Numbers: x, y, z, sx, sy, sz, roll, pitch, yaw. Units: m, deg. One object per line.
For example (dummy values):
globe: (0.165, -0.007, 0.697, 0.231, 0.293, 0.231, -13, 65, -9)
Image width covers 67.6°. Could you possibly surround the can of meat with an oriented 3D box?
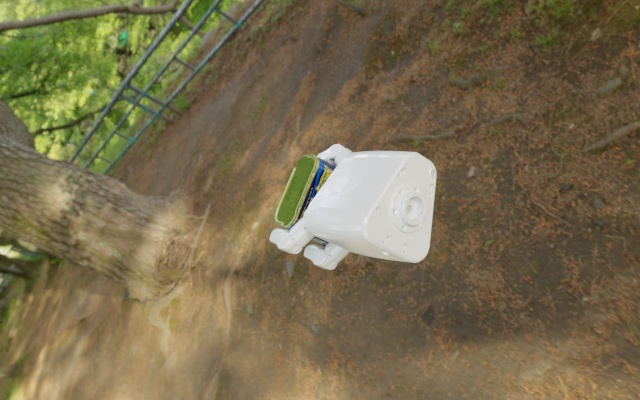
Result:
can of meat: (0.000, 0.002, 0.606, 0.084, 0.102, 0.057, 26, -8, -31)
